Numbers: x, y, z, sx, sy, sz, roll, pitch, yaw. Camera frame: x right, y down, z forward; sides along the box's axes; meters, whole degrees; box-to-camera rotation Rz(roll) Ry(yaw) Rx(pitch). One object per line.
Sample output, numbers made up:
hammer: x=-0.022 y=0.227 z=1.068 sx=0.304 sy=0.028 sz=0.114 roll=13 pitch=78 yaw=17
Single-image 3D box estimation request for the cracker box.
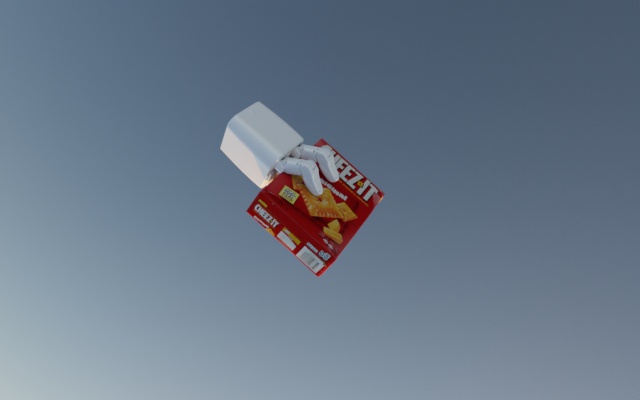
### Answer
cracker box: x=0.000 y=0.003 z=0.838 sx=0.072 sy=0.164 sz=0.213 roll=-48 pitch=-1 yaw=43
